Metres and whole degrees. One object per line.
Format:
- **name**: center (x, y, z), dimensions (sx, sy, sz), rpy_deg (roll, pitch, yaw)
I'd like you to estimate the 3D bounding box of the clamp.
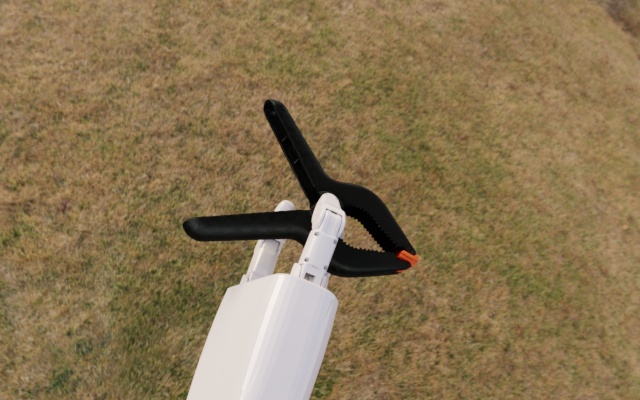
- **clamp**: center (0.001, 0.002, 0.453), dimensions (0.210, 0.164, 0.036), rpy_deg (25, -28, -10)
